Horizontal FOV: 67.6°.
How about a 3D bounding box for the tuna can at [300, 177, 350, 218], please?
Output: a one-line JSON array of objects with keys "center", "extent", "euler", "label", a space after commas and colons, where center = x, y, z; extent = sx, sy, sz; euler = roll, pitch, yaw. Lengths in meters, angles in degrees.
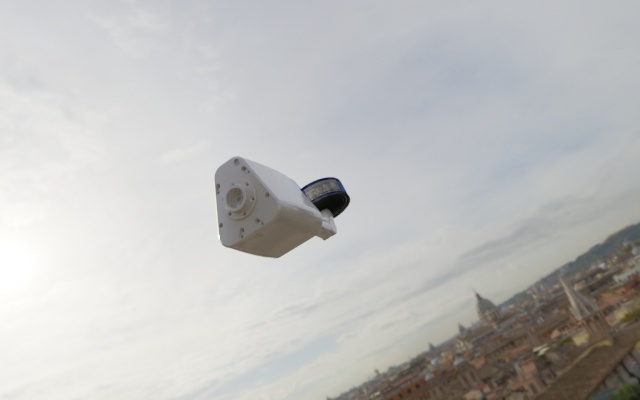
[{"center": [0.000, 0.002, 0.727], "extent": [0.086, 0.033, 0.086], "euler": [-22, -26, -11], "label": "tuna can"}]
